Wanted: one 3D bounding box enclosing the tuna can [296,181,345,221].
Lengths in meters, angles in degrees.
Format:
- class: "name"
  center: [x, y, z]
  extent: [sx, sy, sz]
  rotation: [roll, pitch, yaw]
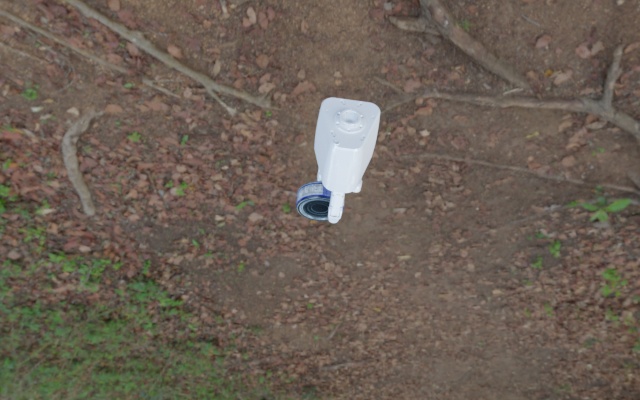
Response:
- class: "tuna can"
  center: [0.000, 0.003, 0.855]
  extent: [0.086, 0.033, 0.086]
  rotation: [3, -31, 2]
